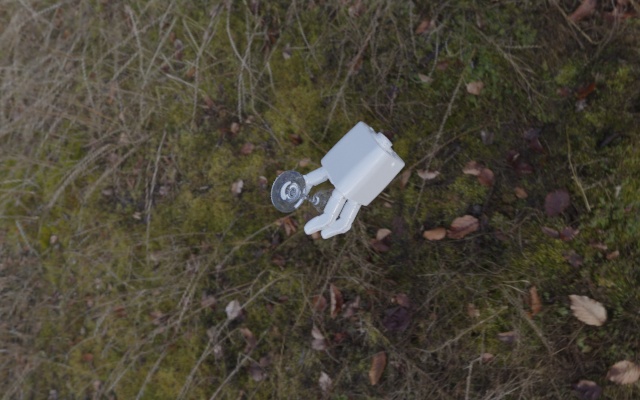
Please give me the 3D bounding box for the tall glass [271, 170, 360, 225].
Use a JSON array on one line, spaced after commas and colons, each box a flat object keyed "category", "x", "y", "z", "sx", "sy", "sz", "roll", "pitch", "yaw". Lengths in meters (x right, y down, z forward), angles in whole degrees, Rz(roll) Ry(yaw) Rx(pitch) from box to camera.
[{"category": "tall glass", "x": 0.000, "y": 0.003, "z": 0.890, "sx": 0.079, "sy": 0.079, "sz": 0.201, "roll": 0, "pitch": -11, "yaw": 34}]
